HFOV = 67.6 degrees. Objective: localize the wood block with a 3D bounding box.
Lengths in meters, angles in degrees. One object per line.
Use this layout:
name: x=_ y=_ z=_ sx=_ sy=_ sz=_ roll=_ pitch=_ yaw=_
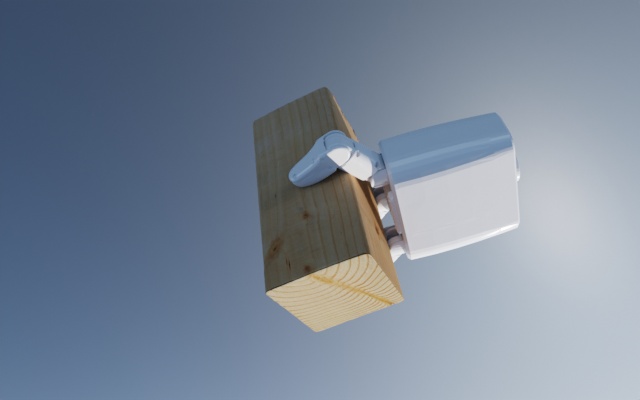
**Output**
wood block: x=0.000 y=0.001 z=0.454 sx=0.090 sy=0.206 sz=0.091 roll=-23 pitch=-42 yaw=14
